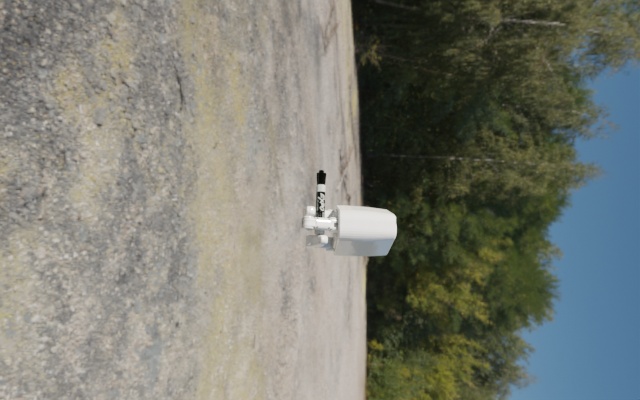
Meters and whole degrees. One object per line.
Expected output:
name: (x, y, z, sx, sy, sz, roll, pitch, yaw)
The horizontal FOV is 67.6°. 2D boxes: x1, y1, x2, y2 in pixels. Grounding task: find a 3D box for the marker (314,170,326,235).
marker: (0.000, 0.003, 0.888, 0.020, 0.121, 0.020, 2, -10, 0)
